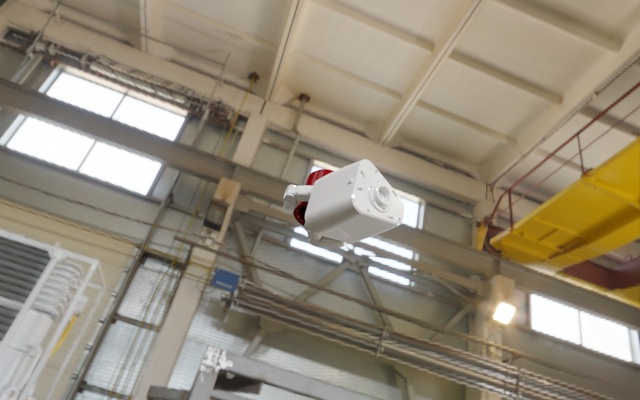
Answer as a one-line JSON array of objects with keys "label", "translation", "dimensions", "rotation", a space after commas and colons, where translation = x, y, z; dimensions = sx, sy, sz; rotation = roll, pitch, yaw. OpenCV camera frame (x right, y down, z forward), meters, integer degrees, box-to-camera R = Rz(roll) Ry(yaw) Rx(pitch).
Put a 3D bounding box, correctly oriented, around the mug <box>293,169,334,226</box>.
[{"label": "mug", "translation": [-0.001, 0.003, 0.844], "dimensions": [0.093, 0.081, 0.117], "rotation": [35, -36, -28]}]
